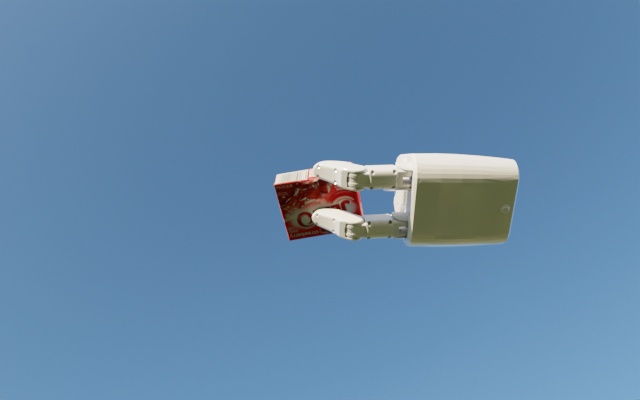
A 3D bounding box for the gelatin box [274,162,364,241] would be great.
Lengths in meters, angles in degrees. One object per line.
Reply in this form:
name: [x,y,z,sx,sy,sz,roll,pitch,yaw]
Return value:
gelatin box: [0.000,0.002,0.531,0.089,0.073,0.030,-9,27,8]
